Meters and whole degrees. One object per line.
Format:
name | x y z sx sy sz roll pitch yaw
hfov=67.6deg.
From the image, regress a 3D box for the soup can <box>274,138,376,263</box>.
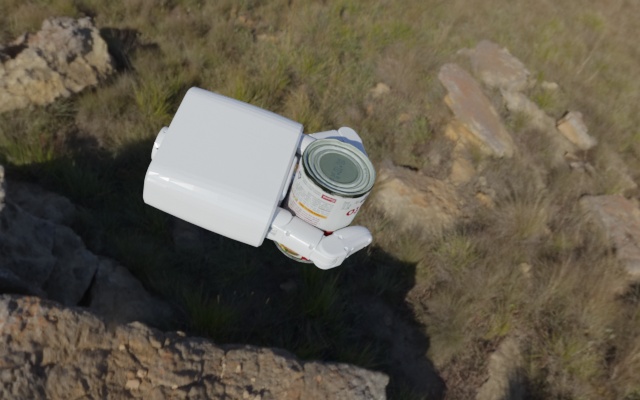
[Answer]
soup can | 0.001 0.002 0.435 0.068 0.068 0.102 0 -38 -24
